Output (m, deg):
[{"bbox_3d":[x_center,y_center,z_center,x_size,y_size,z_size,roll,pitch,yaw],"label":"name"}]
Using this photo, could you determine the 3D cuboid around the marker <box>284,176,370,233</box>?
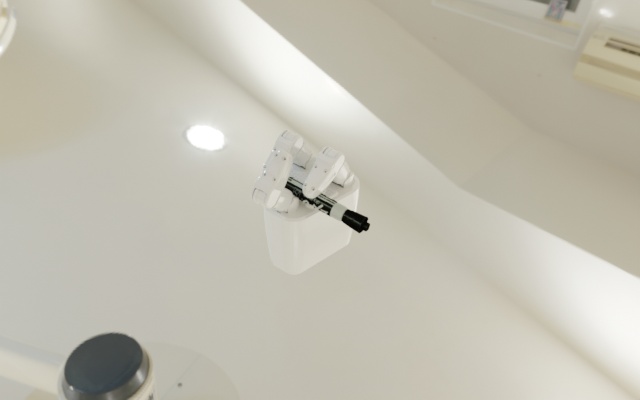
[{"bbox_3d":[0.000,0.002,0.512,0.121,0.020,0.020,28,12,23],"label":"marker"}]
